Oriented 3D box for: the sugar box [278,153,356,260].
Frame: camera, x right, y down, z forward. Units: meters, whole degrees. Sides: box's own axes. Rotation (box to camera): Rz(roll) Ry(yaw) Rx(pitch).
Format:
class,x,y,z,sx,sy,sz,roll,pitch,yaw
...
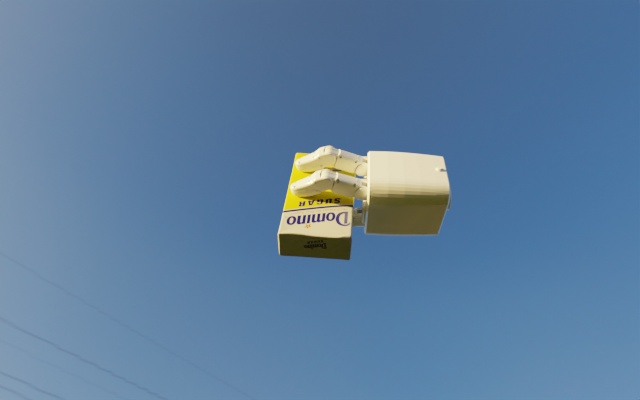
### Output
class,x,y,z,sx,sy,sz,roll,pitch,yaw
sugar box,0.000,0.002,0.655,0.093,0.048,0.176,3,38,3
